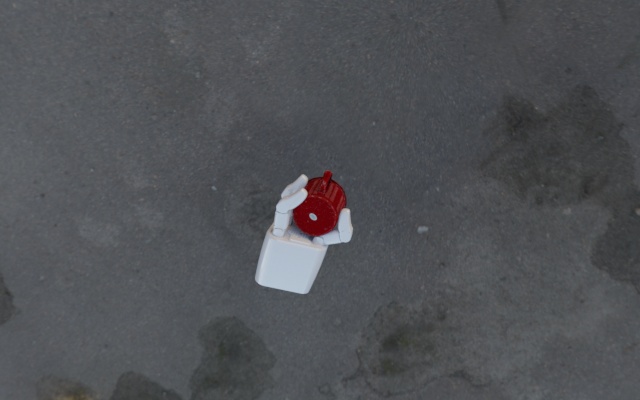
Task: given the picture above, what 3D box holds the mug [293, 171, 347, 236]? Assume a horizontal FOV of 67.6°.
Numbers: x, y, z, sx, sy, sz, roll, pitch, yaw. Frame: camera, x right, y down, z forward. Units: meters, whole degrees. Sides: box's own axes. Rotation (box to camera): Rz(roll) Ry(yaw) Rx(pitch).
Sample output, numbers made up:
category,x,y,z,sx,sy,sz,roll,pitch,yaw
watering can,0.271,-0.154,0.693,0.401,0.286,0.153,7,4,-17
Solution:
category,x,y,z,sx,sy,sz,roll,pitch,yaw
mug,0.001,0.002,0.864,0.093,0.117,0.081,19,24,3
